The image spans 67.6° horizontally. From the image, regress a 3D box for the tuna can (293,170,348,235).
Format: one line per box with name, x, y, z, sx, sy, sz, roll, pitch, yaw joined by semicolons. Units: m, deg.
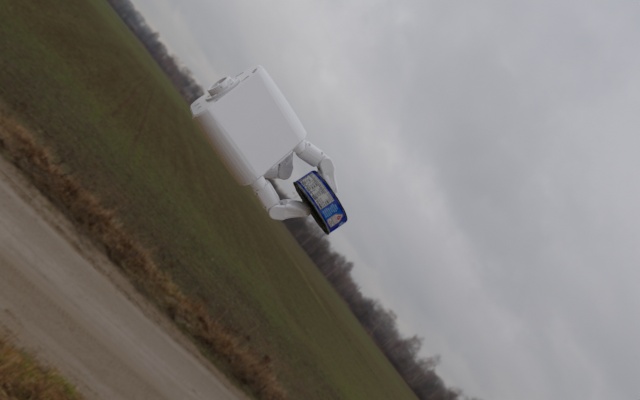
tuna can;0.001;0.002;0.647;0.034;0.086;0.086;-34;5;-7
